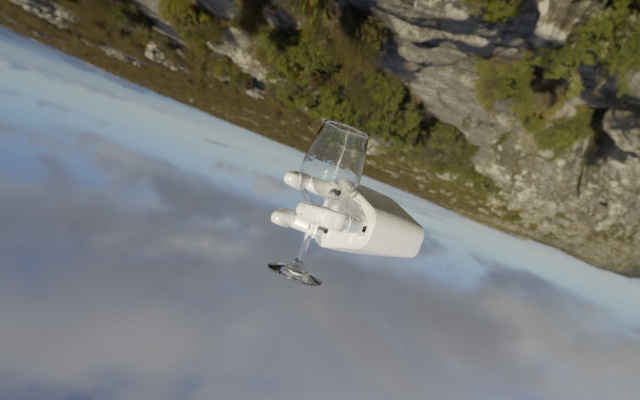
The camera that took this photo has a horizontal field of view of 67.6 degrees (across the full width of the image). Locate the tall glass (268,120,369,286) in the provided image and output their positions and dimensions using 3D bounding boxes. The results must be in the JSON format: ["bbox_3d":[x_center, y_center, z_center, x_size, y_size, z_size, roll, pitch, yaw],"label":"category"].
[{"bbox_3d":[0.000,0.003,0.610,0.079,0.201,0.079,19,4,-1],"label":"tall glass"}]
